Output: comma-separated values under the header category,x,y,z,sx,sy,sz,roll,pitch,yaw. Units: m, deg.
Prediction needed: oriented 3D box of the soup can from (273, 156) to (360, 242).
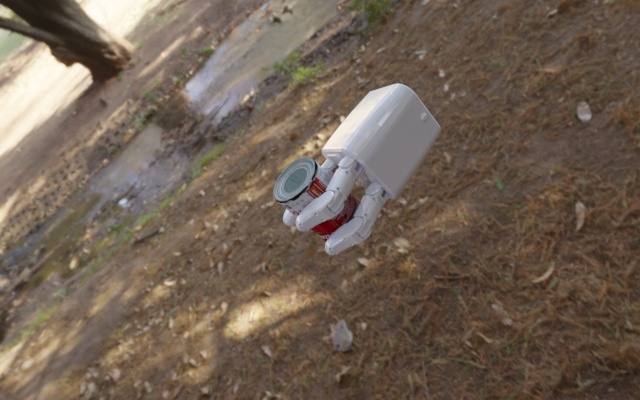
category,x,y,z,sx,sy,sz,roll,pitch,yaw
soup can,0.000,0.002,0.588,0.068,0.068,0.102,0,-33,48
